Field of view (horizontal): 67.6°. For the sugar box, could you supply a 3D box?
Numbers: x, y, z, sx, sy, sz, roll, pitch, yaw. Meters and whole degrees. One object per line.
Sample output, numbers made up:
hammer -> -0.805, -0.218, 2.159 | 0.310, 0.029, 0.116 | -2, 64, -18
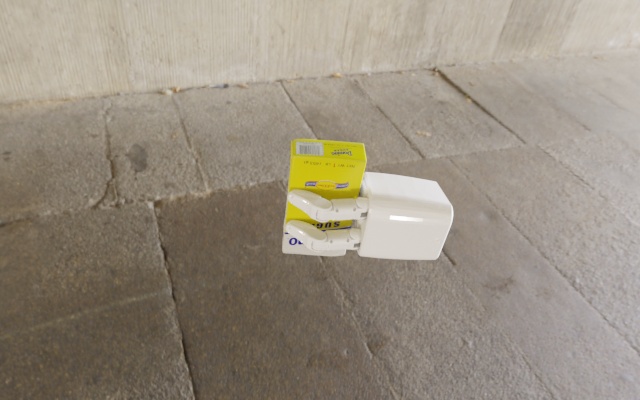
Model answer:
sugar box -> 0.000, 0.002, 0.641 | 0.093, 0.176, 0.048 | 4, 40, -5
